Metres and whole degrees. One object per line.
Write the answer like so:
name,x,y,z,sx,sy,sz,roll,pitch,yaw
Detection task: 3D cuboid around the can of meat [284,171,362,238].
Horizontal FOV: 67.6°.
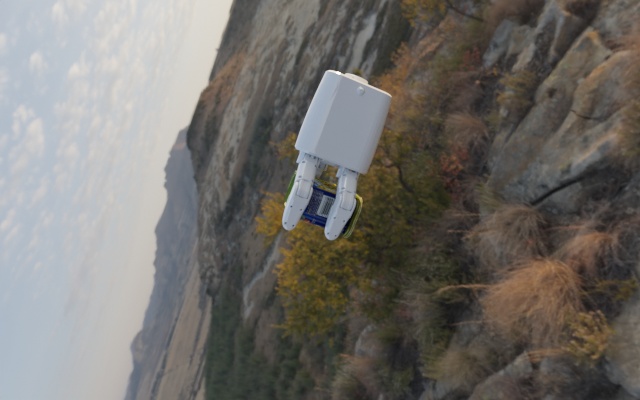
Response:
can of meat,0.000,0.002,0.647,0.084,0.057,0.102,20,9,-13
